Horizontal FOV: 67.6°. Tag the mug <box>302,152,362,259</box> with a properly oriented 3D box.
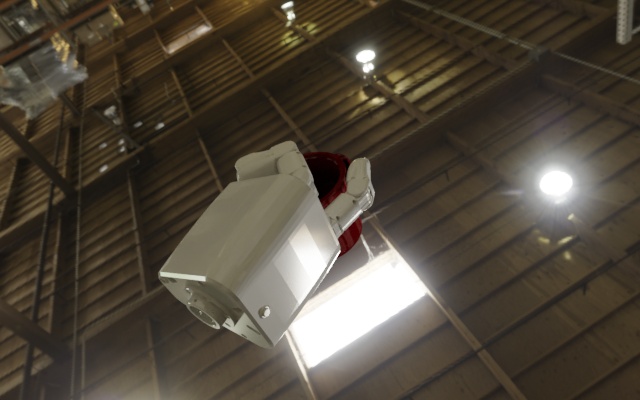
[{"bbox_3d":[0.001,0.001,0.500,0.093,0.082,0.117,9,49,37],"label":"mug"}]
